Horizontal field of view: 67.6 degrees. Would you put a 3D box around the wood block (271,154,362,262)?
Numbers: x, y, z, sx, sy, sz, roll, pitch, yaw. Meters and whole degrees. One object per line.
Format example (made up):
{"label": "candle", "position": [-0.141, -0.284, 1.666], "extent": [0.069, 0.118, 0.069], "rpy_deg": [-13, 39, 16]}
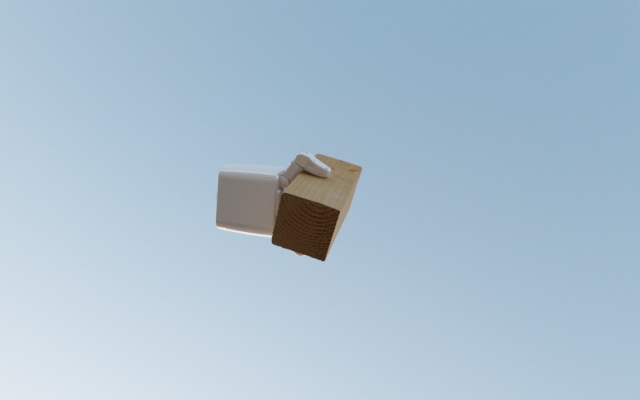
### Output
{"label": "wood block", "position": [0.000, 0.002, 0.784], "extent": [0.090, 0.091, 0.206], "rpy_deg": [18, 25, 7]}
